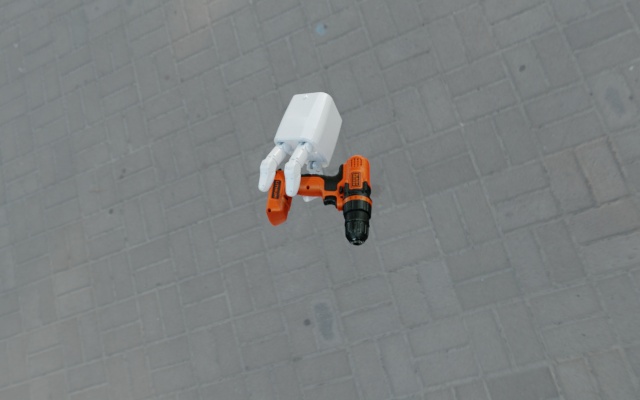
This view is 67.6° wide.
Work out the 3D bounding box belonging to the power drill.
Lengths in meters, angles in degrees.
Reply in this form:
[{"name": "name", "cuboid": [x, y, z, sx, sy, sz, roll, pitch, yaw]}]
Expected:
[{"name": "power drill", "cuboid": [0.000, 0.003, 0.866, 0.187, 0.184, 0.057, -3, -38, 10]}]
